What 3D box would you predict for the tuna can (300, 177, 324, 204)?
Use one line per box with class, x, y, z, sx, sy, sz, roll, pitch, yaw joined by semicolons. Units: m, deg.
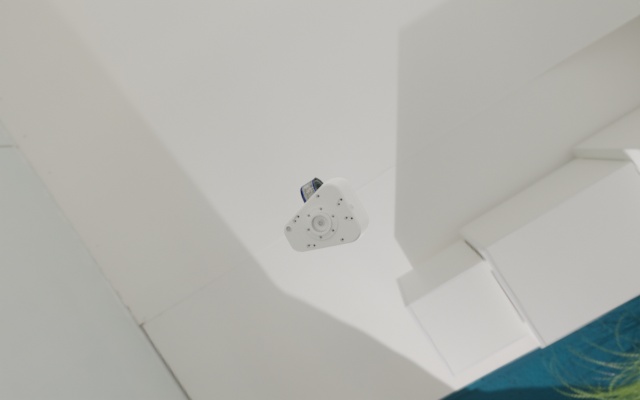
tuna can;0.000;0.003;0.863;0.034;0.086;0.086;-32;-9;14
